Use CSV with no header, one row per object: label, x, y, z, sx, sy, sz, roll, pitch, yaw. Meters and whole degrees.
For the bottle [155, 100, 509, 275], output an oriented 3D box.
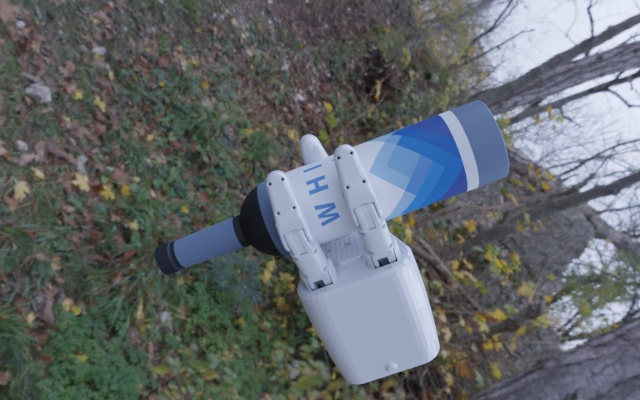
bottle,0.000,0.001,0.400,0.296,0.069,0.069,-20,-2,6
